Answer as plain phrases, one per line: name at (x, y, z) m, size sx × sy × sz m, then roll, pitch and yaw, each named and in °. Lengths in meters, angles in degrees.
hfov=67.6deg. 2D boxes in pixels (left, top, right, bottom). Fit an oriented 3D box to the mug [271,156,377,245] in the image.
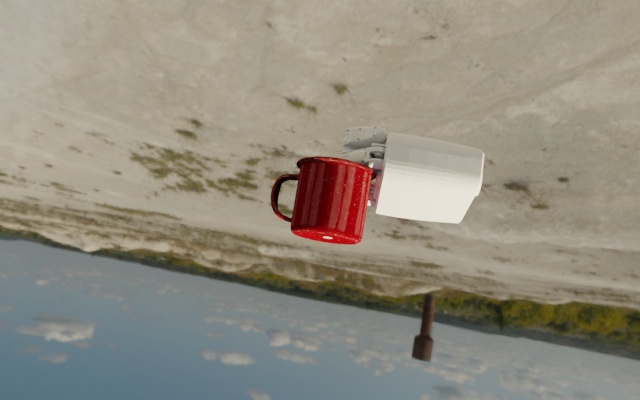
mug at (-0.001, 0.002, 0.541) m, size 0.117 × 0.081 × 0.093 m, roll 8°, pitch -12°, yaw 7°
